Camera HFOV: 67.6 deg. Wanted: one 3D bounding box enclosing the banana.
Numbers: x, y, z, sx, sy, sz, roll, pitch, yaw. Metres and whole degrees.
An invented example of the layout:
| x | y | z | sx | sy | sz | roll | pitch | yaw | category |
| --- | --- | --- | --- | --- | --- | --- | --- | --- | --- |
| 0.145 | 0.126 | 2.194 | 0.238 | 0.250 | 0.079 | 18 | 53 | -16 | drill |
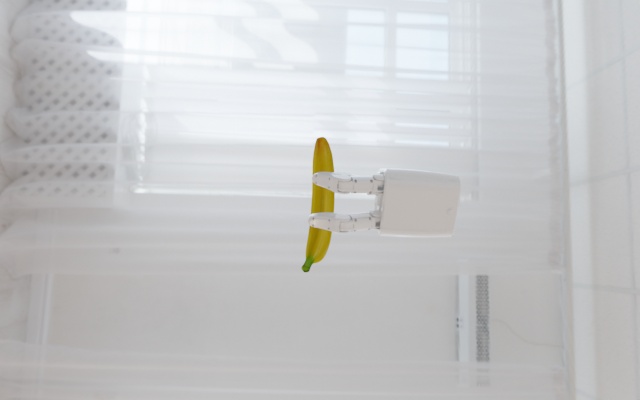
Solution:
| x | y | z | sx | sy | sz | roll | pitch | yaw | category |
| --- | --- | --- | --- | --- | --- | --- | --- | --- | --- |
| 0.002 | 0.007 | 0.716 | 0.037 | 0.198 | 0.069 | 4 | -4 | 6 | banana |
